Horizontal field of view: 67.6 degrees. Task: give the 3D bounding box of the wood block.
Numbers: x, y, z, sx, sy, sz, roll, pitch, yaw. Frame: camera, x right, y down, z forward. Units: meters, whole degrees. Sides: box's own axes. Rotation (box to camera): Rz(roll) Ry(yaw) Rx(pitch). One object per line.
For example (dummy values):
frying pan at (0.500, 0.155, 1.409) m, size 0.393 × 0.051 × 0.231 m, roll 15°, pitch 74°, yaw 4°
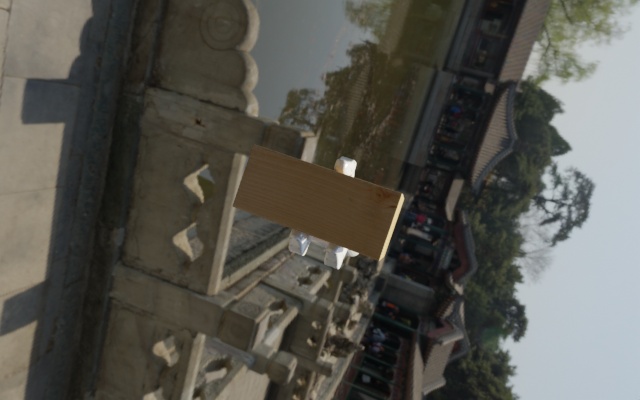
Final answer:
wood block at (0.000, 0.002, 0.652) m, size 0.206 × 0.091 × 0.090 m, roll 19°, pitch 1°, yaw 12°
